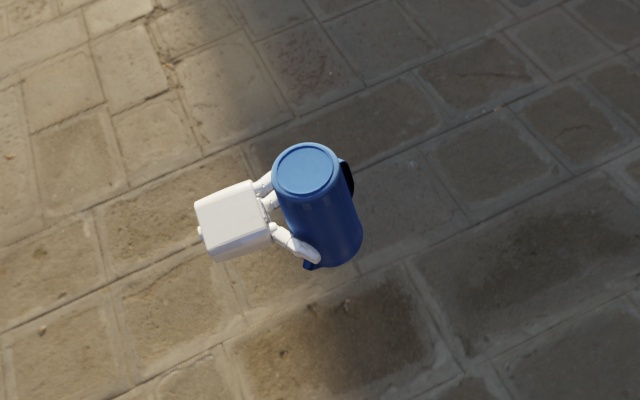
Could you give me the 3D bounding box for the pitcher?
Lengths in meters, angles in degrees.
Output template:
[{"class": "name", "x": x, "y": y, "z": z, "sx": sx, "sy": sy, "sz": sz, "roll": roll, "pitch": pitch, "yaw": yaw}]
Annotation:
[{"class": "pitcher", "x": 0.000, "y": 0.003, "z": 0.819, "sx": 0.145, "sy": 0.149, "sz": 0.243, "roll": -19, "pitch": -31, "yaw": 0}]
